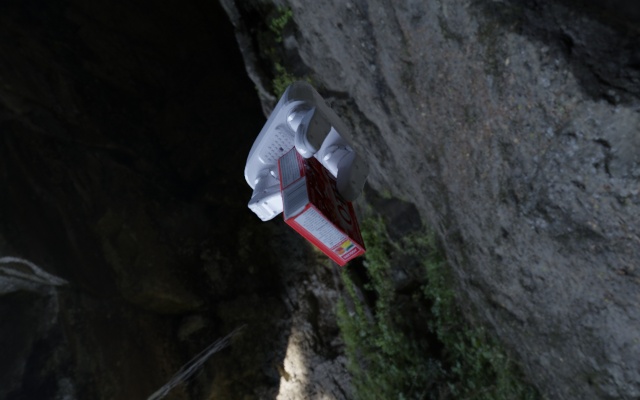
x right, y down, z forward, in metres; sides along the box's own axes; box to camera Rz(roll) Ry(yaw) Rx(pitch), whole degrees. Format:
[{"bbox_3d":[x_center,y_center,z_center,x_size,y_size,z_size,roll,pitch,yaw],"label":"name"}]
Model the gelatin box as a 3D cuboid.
[{"bbox_3d":[0.000,0.002,0.408,0.030,0.089,0.073,-35,-55,18],"label":"gelatin box"}]
